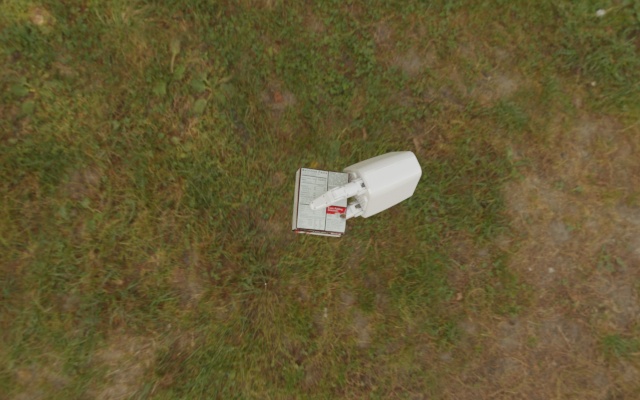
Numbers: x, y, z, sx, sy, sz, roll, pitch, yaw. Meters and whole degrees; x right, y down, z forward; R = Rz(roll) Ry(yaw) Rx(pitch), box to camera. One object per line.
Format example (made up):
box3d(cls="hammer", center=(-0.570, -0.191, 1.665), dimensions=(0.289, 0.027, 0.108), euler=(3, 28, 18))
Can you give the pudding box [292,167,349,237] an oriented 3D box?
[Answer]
box3d(cls="pudding box", center=(0.000, 0.003, 0.830), dimensions=(0.090, 0.113, 0.039), euler=(7, -13, -11))
